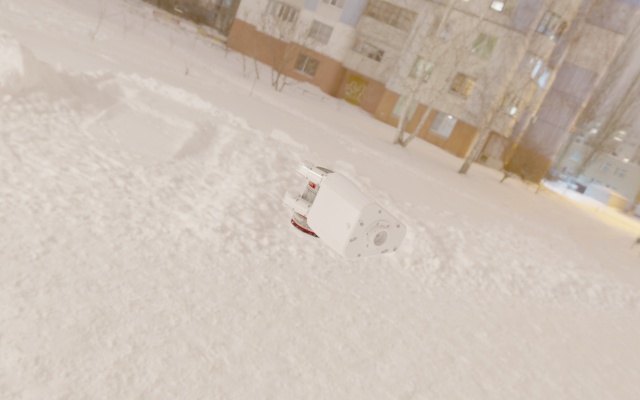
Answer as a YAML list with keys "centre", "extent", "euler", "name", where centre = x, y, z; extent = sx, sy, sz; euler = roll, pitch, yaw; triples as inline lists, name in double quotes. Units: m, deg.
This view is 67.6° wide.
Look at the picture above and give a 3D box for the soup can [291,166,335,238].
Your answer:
- centre: [0.000, 0.002, 0.797]
  extent: [0.068, 0.102, 0.068]
  euler: [23, 14, -6]
  name: "soup can"
